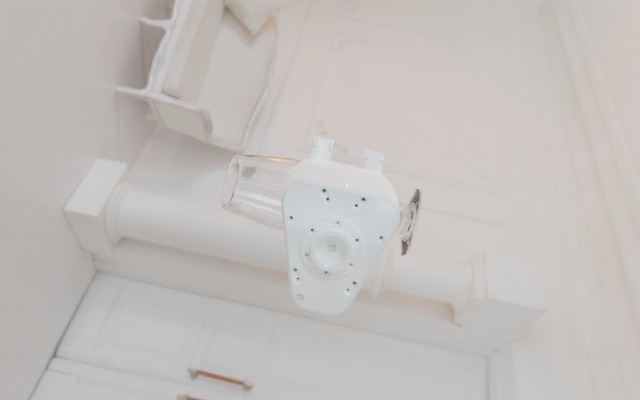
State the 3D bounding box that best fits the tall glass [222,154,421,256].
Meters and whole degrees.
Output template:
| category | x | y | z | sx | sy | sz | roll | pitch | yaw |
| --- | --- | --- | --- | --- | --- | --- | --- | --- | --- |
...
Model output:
| category | x | y | z | sx | sy | sz | roll | pitch | yaw |
| --- | --- | --- | --- | --- | --- | --- | --- | --- | --- |
| tall glass | 0.001 | 0.002 | 0.514 | 0.201 | 0.079 | 0.079 | 13 | 0 | 0 |
